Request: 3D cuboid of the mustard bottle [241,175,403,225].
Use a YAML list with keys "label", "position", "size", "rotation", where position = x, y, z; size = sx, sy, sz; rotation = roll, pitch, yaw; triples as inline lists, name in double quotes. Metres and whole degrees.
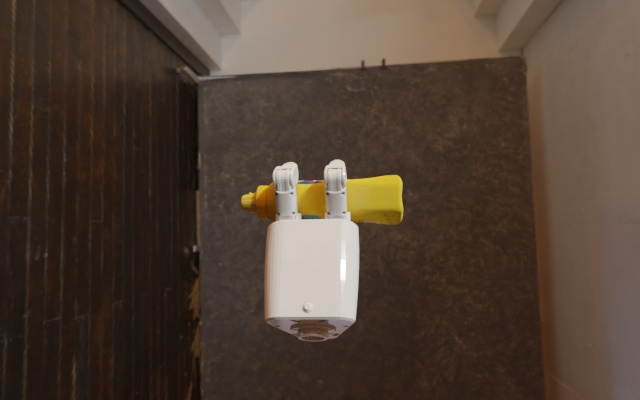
- label: "mustard bottle"
  position: [0.000, 0.002, 0.574]
  size: [0.191, 0.058, 0.096]
  rotation: [-1, -2, 6]
